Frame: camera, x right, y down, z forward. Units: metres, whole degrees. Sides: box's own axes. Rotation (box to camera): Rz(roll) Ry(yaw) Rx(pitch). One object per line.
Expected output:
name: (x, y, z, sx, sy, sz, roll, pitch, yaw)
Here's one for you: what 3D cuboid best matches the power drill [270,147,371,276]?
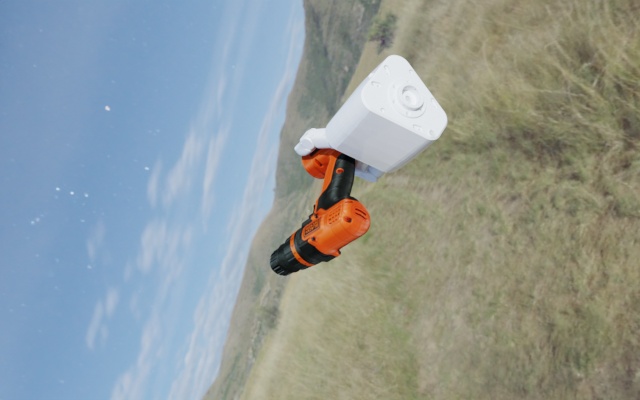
power drill: (0.000, 0.002, 0.662, 0.057, 0.187, 0.184, 29, -42, -28)
